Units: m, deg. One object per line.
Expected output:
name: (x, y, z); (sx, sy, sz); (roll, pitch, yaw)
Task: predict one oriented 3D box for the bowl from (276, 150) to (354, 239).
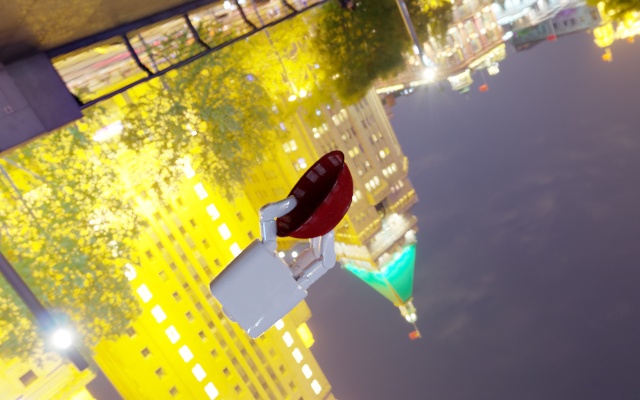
bowl: (0.001, 0.002, 0.732); (0.055, 0.162, 0.162); (37, -14, -20)
